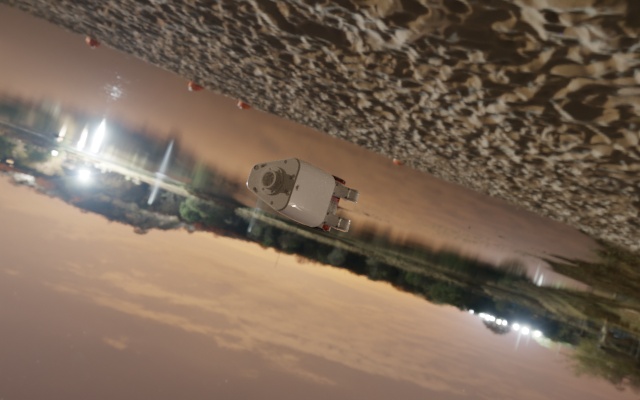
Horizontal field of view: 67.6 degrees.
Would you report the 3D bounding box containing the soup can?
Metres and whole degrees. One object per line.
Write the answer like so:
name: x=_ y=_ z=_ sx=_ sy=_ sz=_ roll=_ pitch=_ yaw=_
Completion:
soup can: x=0.000 y=0.003 z=0.892 sx=0.068 sy=0.102 sz=0.068 roll=18 pitch=-5 yaw=2
